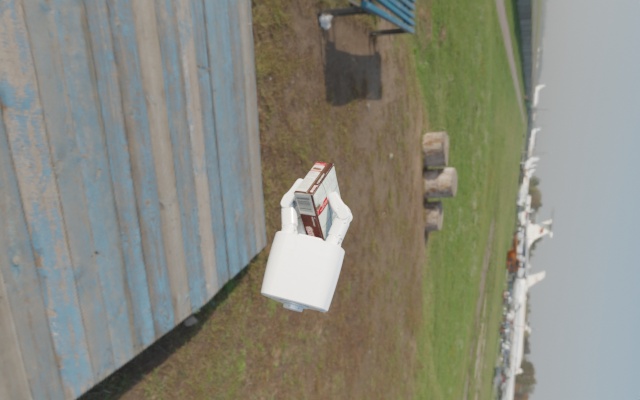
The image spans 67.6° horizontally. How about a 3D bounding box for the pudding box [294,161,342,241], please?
[{"bbox_3d":[0.000,0.003,0.835,0.039,0.114,0.090,10,44,25],"label":"pudding box"}]
